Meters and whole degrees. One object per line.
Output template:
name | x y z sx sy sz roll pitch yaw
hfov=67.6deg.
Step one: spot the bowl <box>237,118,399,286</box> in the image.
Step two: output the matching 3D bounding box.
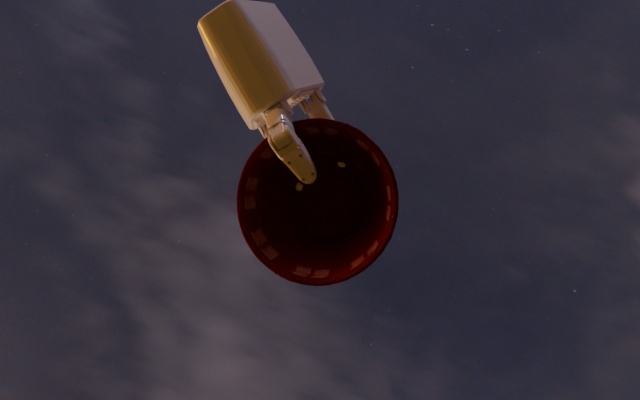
bowl | 0.001 0.003 0.483 0.162 0.162 0.055 0 0 14
